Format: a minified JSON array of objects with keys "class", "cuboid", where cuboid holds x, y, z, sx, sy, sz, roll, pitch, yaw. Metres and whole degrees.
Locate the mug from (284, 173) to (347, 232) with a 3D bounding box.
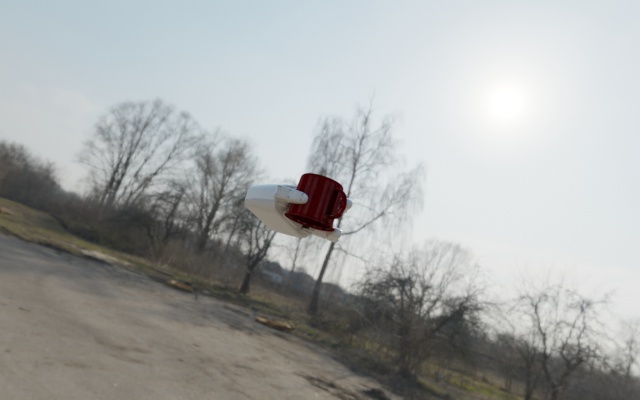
[{"class":"mug","cuboid":[0.001,0.003,0.841,0.093,0.081,0.117,28,-16,-39]}]
